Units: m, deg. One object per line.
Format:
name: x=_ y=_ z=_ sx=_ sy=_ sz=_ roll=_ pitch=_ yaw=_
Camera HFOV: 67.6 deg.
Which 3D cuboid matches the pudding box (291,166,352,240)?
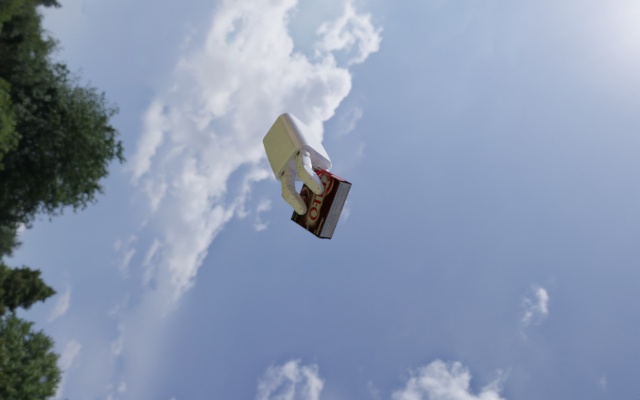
pudding box: x=0.000 y=0.003 z=0.876 sx=0.039 sy=0.113 sz=0.090 roll=9 pitch=14 yaw=-41
